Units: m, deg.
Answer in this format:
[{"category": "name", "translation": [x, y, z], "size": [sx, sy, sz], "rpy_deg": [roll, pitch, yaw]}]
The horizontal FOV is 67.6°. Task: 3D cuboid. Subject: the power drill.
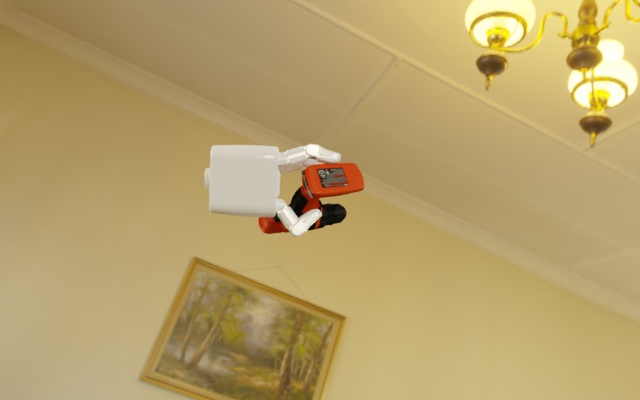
[{"category": "power drill", "translation": [0.000, 0.003, 0.851], "size": [0.184, 0.057, 0.188], "rpy_deg": [-8, -24, -32]}]
